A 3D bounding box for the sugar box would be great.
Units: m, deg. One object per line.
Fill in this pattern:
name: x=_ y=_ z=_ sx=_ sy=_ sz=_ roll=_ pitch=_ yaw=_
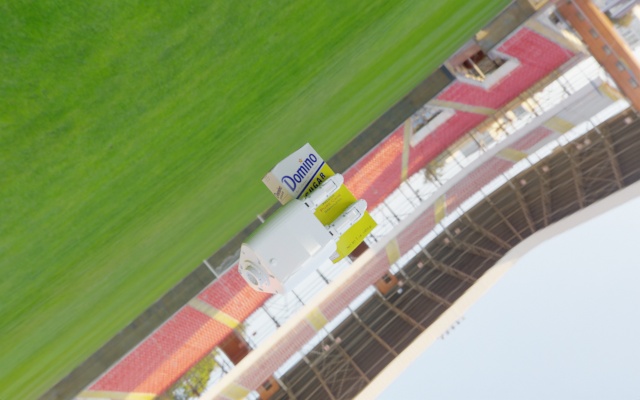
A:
sugar box: x=0.000 y=0.002 z=0.754 sx=0.093 sy=0.176 sz=0.048 roll=-41 pitch=2 yaw=-34
